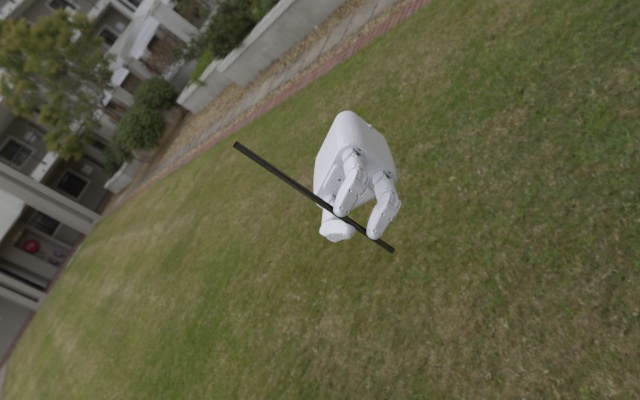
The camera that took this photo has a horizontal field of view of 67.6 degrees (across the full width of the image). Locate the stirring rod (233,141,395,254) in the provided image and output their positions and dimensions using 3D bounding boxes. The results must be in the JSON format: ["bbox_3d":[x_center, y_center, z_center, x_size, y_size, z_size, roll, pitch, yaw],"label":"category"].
[{"bbox_3d":[0.000,0.002,0.559,0.239,0.011,0.011,34,-15,-23],"label":"stirring rod"}]
